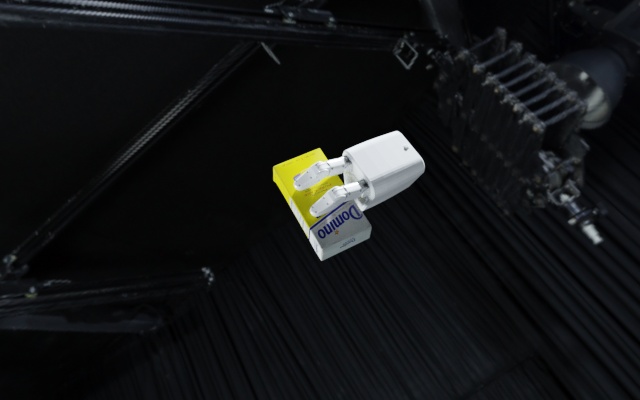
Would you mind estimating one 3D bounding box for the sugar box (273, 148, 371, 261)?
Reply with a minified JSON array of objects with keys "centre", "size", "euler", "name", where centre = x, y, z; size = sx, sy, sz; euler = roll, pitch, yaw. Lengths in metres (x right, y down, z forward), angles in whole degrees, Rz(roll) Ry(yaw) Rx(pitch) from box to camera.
[{"centre":[0.000,0.002,0.788],"size":[0.093,0.176,0.048],"euler":[-25,-30,-16],"name":"sugar box"}]
